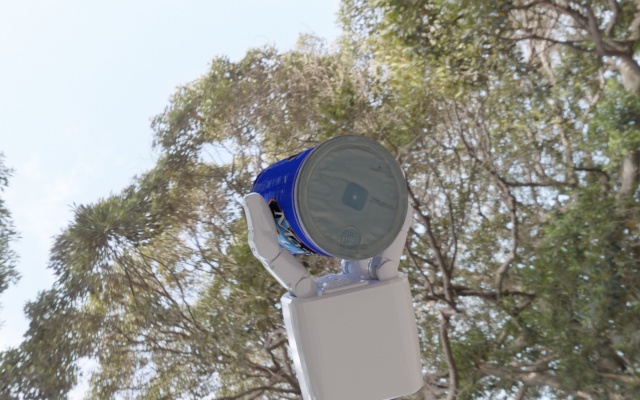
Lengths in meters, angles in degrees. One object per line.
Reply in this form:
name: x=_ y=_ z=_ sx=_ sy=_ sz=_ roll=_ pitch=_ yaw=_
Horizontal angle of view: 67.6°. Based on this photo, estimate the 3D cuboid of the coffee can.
coffee can: x=0.000 y=0.001 z=0.449 sx=0.103 sy=0.103 sz=0.140 roll=0 pitch=-3 yaw=-24
